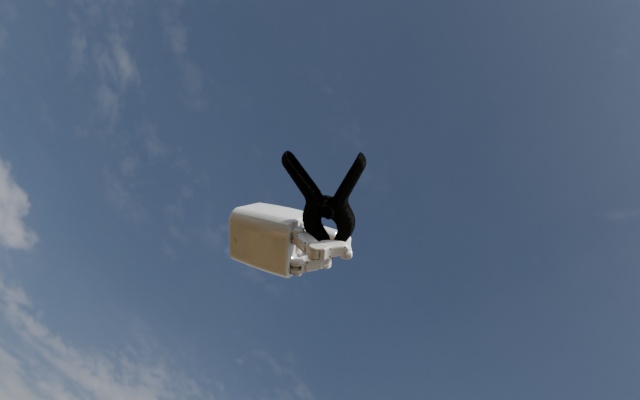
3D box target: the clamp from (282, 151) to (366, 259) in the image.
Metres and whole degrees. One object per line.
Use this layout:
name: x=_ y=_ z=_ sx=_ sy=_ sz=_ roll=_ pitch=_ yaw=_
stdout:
clamp: x=0.000 y=0.002 z=0.691 sx=0.120 sy=0.171 sz=0.039 roll=14 pitch=28 yaw=19
